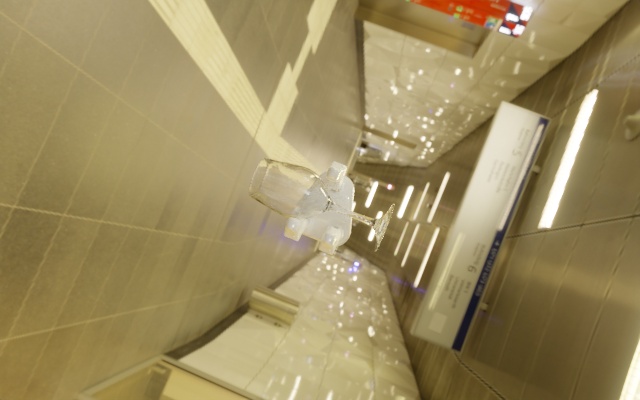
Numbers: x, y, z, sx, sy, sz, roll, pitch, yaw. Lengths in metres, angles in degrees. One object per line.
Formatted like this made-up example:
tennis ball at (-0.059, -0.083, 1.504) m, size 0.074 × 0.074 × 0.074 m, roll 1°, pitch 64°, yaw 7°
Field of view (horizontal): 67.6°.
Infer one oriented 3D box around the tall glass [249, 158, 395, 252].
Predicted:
tall glass at (0.001, 0.002, 0.690) m, size 0.201 × 0.079 × 0.079 m, roll 22°, pitch 2°, yaw 6°
